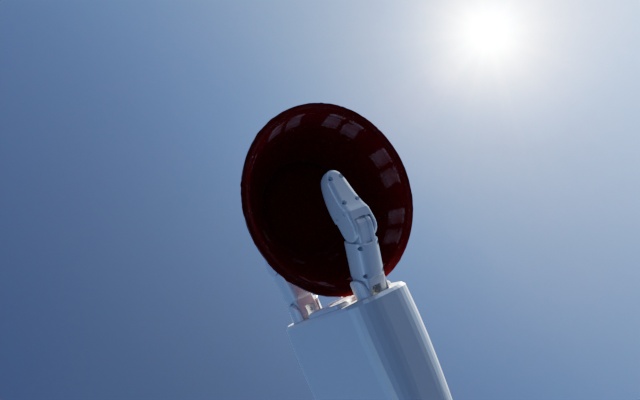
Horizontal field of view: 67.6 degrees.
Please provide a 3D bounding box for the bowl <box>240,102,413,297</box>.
[{"bbox_3d":[0.000,0.000,0.412,0.162,0.162,0.055,0,-10,-29],"label":"bowl"}]
